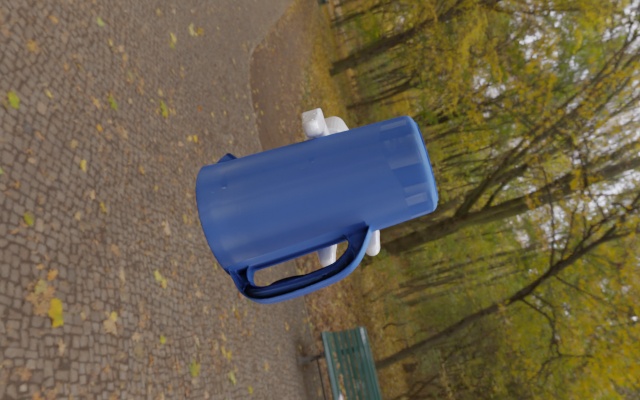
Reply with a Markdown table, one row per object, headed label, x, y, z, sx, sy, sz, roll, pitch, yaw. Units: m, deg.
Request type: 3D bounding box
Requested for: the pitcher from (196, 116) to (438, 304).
| label | x | y | z | sx | sy | sz | roll | pitch | yaw |
| --- | --- | --- | --- | --- | --- | --- | --- | --- | --- |
| pitcher | 0.000 | 0.002 | 0.524 | 0.243 | 0.149 | 0.145 | -16 | 17 | 9 |
